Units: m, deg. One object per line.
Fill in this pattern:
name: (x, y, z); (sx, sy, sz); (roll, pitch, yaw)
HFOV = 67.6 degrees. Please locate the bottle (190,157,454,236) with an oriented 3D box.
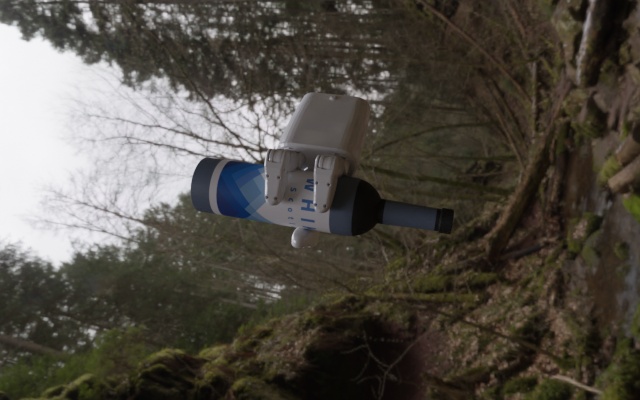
bottle: (0.000, 0.002, 0.547); (0.295, 0.069, 0.069); (9, 2, 13)
